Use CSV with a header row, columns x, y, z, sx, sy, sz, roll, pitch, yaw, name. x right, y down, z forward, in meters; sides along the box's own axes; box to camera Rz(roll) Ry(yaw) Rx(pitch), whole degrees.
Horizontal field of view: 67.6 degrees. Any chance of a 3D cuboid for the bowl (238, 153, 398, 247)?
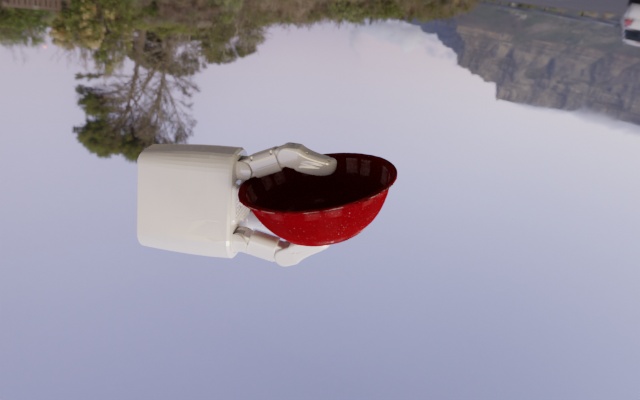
x,y,z,sx,sy,sz,roll,pitch,yaw,name
0.001,0.002,0.490,0.162,0.055,0.162,-8,22,3,bowl
